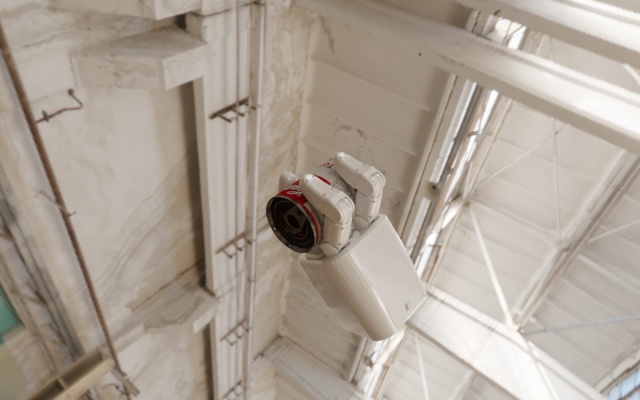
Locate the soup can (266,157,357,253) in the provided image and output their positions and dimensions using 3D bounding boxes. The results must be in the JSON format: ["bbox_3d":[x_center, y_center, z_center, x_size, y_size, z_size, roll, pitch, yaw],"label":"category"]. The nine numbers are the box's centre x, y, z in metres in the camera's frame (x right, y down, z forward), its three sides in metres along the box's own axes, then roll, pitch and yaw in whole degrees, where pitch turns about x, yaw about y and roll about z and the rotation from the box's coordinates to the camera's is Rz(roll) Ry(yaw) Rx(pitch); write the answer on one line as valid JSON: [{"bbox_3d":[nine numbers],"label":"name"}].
[{"bbox_3d":[0.000,0.001,0.521,0.068,0.068,0.102,0,28,46],"label":"soup can"}]
